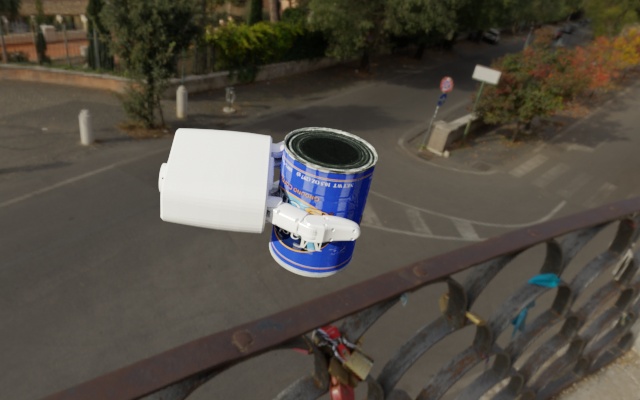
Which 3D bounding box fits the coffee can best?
[{"bbox_3d":[0.000,0.002,0.546,0.103,0.140,0.102,8,32,-5],"label":"coffee can"}]
